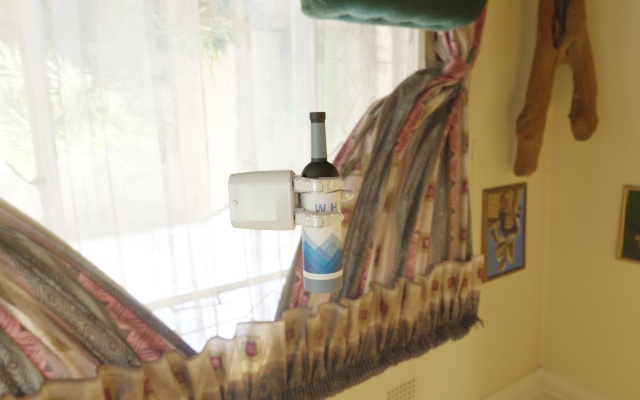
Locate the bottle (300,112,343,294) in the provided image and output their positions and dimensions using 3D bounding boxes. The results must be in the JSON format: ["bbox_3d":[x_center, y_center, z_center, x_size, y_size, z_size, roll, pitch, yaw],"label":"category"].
[{"bbox_3d":[0.000,0.003,0.792,0.069,0.296,0.069,-2,10,0],"label":"bottle"}]
